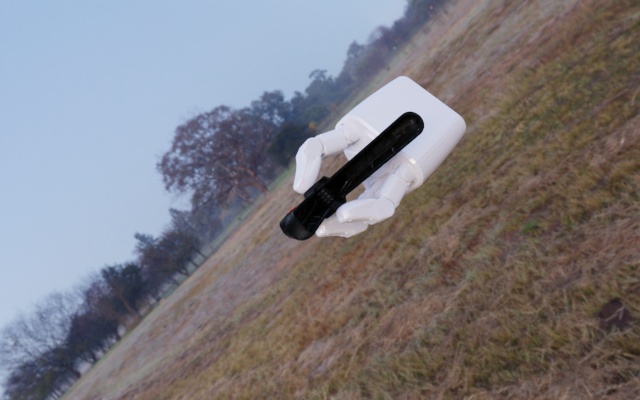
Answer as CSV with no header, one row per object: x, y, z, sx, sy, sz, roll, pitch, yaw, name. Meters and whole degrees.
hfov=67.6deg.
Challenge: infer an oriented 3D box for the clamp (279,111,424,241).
-0.001,0.001,0.479,0.164,0.036,0.210,-41,1,-30,clamp
